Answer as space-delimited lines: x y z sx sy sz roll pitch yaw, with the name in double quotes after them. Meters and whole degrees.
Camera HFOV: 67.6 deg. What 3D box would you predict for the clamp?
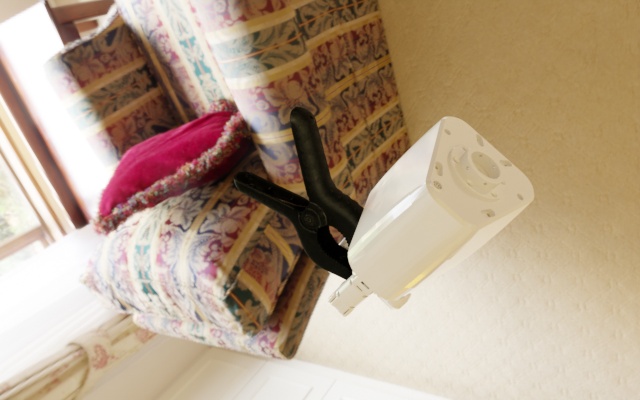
0.000 0.002 0.439 0.039 0.171 0.120 -41 -9 -45 "clamp"
